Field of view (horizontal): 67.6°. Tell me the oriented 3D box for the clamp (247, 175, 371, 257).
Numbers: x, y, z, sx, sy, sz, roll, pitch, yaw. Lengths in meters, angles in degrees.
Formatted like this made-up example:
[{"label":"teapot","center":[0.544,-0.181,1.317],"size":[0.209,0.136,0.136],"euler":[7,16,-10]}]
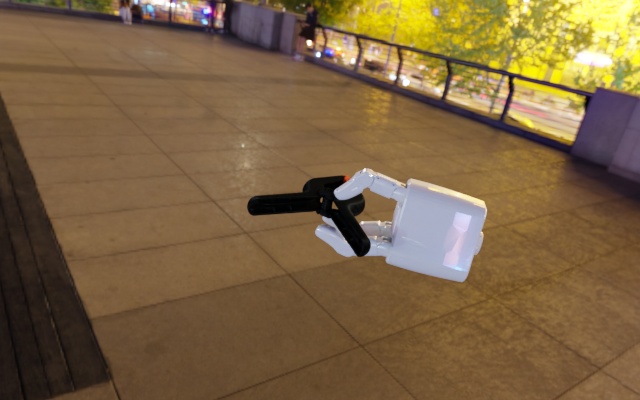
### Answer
[{"label":"clamp","center":[0.001,0.001,0.672],"size":[0.164,0.036,0.210],"euler":[19,23,4]}]
